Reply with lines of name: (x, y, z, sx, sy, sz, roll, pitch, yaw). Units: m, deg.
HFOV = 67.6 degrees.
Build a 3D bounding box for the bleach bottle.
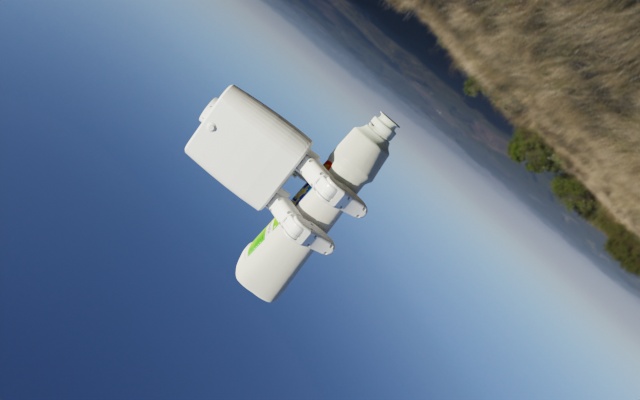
bleach bottle: (0.000, 0.002, 0.563, 0.068, 0.251, 0.102, 37, 16, -8)
